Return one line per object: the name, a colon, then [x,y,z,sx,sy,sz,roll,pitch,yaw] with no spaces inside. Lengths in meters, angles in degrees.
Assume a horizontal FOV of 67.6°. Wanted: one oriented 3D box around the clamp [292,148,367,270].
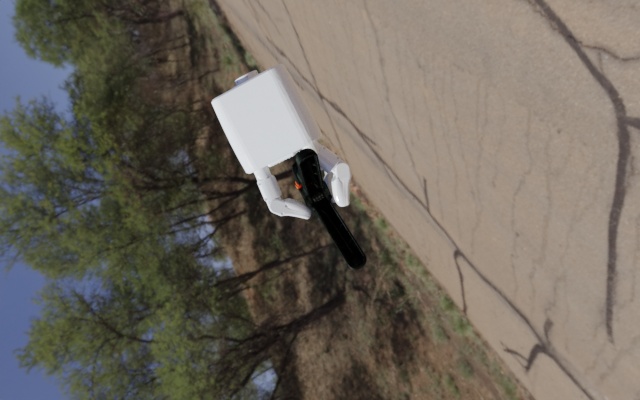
clamp: [-0.001,0.002,0.652,0.036,0.164,0.210,-27,11,-6]
